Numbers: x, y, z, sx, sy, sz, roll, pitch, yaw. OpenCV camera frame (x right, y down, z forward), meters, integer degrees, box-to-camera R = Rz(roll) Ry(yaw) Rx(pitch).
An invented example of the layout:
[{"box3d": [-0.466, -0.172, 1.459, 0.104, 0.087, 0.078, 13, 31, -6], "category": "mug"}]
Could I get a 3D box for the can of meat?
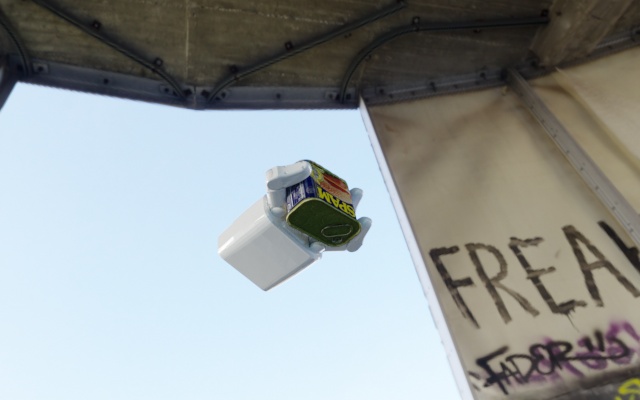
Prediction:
[{"box3d": [0.000, 0.002, 0.636, 0.102, 0.083, 0.057, 30, -58, -34], "category": "can of meat"}]
